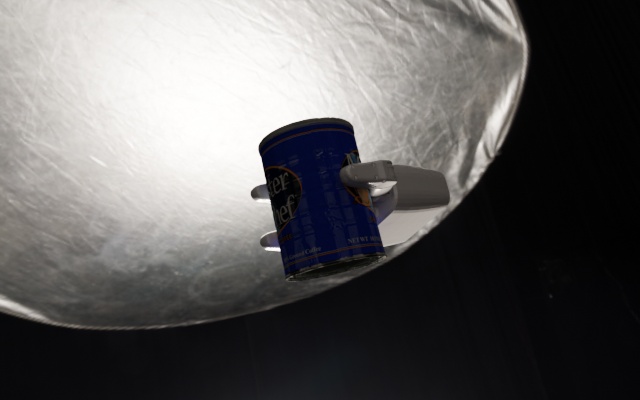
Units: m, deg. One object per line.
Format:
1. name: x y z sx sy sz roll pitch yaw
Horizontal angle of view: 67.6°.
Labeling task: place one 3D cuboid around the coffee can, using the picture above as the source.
1. coffee can: 0.000 0.001 0.483 0.103 0.140 0.103 -12 -14 -3
